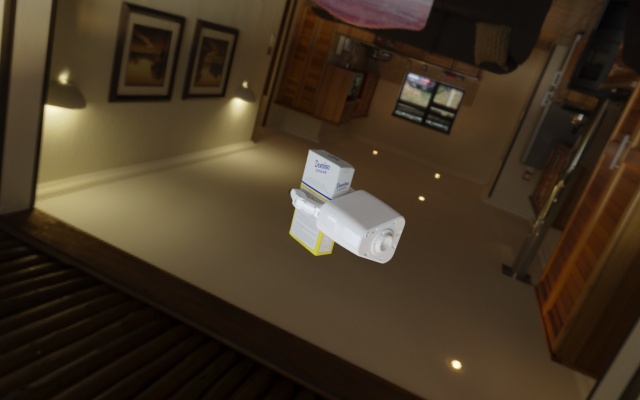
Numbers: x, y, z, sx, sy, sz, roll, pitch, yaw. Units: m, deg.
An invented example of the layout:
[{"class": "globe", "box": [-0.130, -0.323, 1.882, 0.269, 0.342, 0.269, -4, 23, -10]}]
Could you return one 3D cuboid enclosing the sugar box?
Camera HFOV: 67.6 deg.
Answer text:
[{"class": "sugar box", "box": [0.001, 0.003, 0.889, 0.048, 0.176, 0.093, 0, 25, -42]}]
